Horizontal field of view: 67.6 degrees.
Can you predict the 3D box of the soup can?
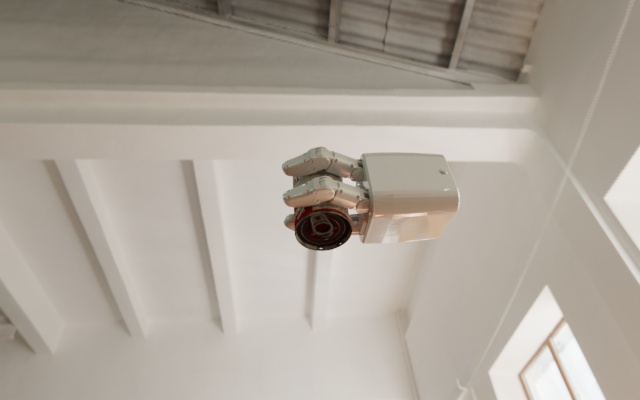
[{"bbox_3d":[0.000,0.002,0.593,0.068,0.069,0.102,-3,45,-3],"label":"soup can"}]
